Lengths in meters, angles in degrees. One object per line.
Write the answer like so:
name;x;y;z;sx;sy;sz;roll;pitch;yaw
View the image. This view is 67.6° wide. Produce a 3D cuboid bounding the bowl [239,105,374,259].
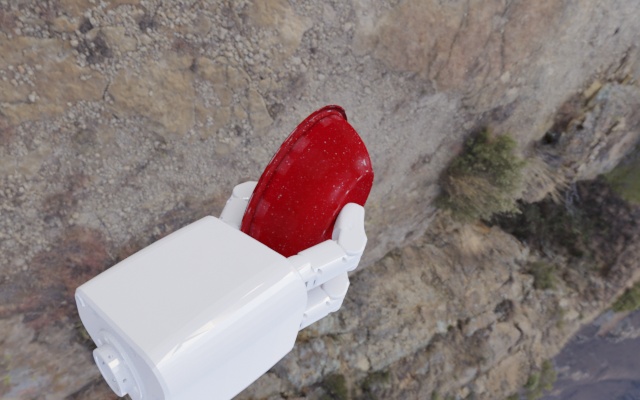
bowl;0.001;0.001;0.418;0.055;0.162;0.162;30;9;16
